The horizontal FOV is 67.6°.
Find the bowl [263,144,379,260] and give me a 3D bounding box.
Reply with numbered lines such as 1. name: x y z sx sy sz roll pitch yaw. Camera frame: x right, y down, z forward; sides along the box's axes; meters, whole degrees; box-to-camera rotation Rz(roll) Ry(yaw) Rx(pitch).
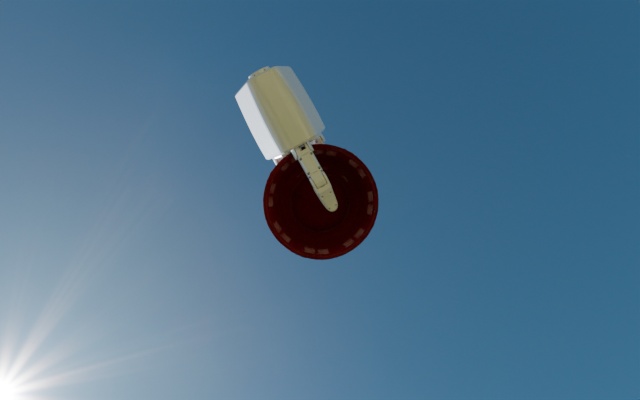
1. bowl: 0.000 0.004 0.689 0.162 0.162 0.055 0 -1 -2
